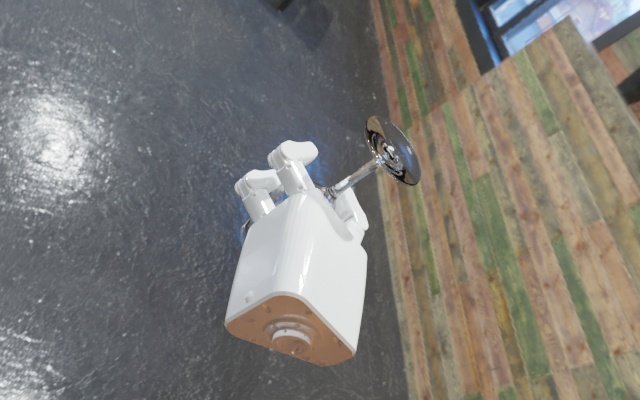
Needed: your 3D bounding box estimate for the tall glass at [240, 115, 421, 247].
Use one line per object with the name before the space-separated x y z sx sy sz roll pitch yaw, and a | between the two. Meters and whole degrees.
tall glass | 0.001 0.001 0.485 0.201 0.079 0.079 -35 -22 36
